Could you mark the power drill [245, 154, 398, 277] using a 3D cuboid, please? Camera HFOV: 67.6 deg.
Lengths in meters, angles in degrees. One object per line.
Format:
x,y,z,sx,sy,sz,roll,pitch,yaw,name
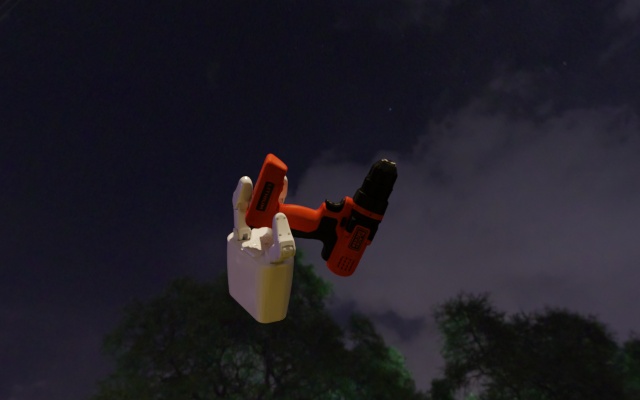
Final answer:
0.000,0.002,0.678,0.187,0.184,0.057,21,11,-10,power drill
